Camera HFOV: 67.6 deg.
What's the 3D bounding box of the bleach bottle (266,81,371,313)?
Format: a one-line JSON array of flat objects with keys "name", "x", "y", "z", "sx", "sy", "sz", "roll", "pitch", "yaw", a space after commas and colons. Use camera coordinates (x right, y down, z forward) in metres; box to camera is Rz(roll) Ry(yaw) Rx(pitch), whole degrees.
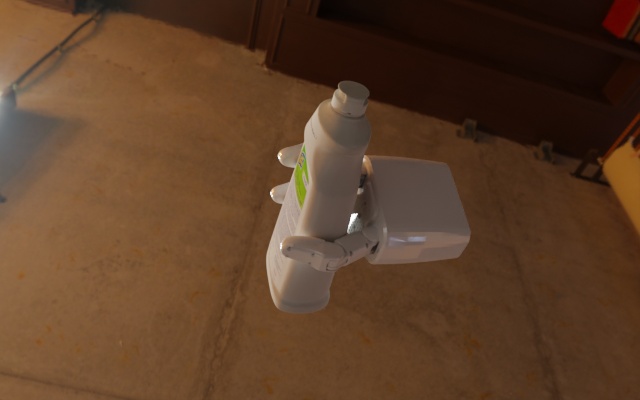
[{"name": "bleach bottle", "x": 0.000, "y": 0.002, "z": 0.482, "sx": 0.068, "sy": 0.251, "sz": 0.102, "roll": 1, "pitch": 44, "yaw": -20}]
